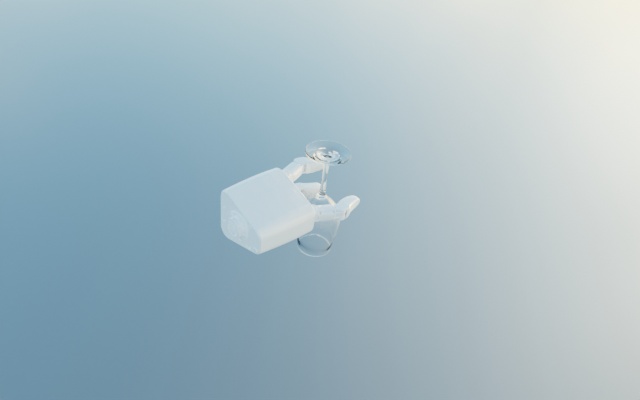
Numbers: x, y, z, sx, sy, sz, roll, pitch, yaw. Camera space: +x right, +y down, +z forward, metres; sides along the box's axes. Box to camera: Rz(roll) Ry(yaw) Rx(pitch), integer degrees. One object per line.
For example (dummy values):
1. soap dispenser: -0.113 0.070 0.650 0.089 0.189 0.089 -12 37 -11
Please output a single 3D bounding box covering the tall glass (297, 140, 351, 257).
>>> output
1. tall glass: 0.000 0.002 0.815 0.079 0.201 0.079 5 37 -4
